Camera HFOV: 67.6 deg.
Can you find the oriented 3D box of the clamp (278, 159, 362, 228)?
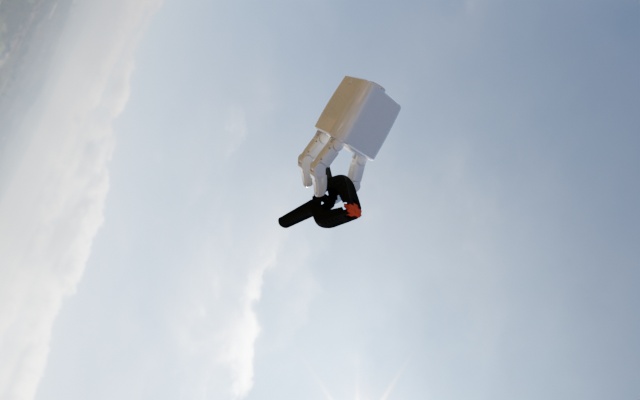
[{"bbox_3d":[0.001,0.003,0.824,0.036,0.164,0.210,27,6,-31],"label":"clamp"}]
